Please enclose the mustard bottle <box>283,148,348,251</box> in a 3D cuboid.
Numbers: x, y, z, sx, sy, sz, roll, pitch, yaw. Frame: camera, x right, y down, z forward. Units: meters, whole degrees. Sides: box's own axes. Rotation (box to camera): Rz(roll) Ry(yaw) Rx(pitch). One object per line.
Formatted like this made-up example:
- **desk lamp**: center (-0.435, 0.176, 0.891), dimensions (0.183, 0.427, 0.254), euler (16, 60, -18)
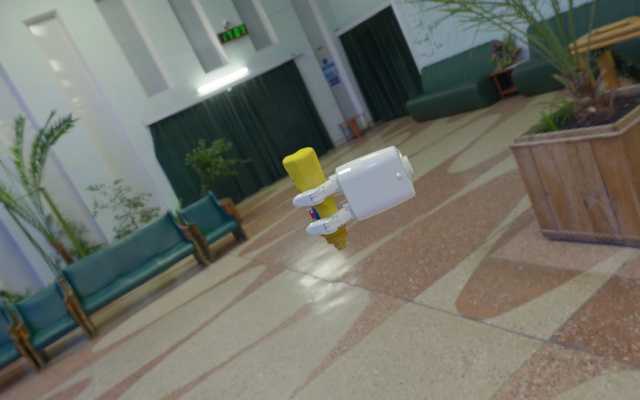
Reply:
- **mustard bottle**: center (0.000, 0.003, 0.848), dimensions (0.058, 0.192, 0.096), euler (-28, 13, -10)
